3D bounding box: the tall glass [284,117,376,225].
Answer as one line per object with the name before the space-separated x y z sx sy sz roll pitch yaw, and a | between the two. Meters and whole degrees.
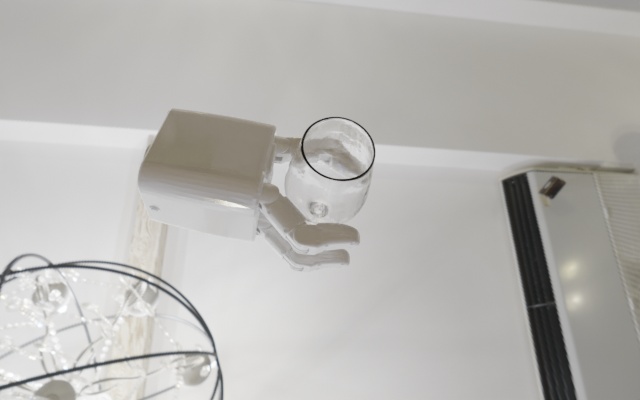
tall glass | 0.000 0.002 0.472 0.079 0.079 0.201 0 -26 -10
